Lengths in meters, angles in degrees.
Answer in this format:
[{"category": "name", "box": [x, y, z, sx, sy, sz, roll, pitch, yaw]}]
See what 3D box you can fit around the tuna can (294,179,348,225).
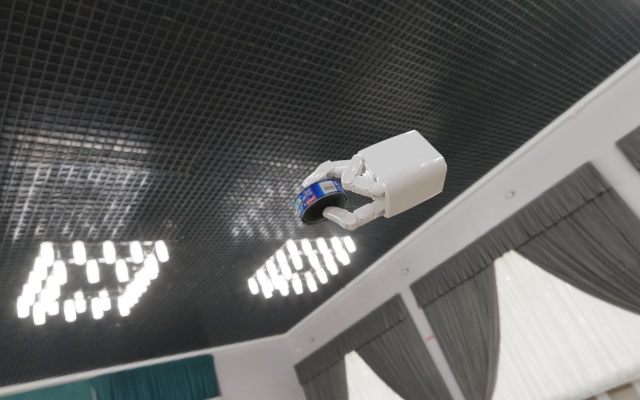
[{"category": "tuna can", "box": [0.000, 0.002, 0.793, 0.086, 0.033, 0.086, -24, -27, -13]}]
